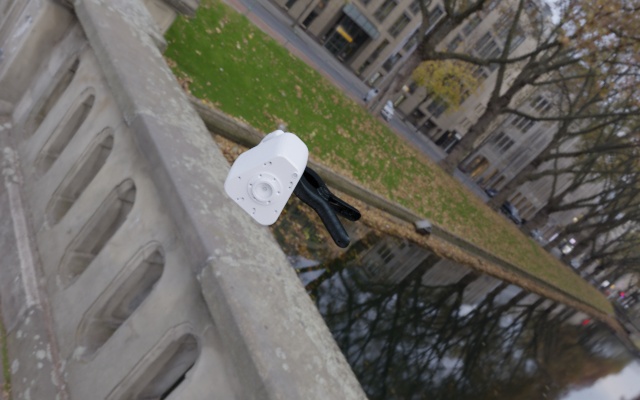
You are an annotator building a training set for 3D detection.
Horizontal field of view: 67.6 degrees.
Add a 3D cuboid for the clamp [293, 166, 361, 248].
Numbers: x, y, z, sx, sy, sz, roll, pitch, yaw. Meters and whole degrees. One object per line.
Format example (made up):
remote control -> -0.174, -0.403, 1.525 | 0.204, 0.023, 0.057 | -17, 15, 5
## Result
clamp -> 0.000, 0.002, 0.792 | 0.171, 0.039, 0.120 | 40, 22, -13
